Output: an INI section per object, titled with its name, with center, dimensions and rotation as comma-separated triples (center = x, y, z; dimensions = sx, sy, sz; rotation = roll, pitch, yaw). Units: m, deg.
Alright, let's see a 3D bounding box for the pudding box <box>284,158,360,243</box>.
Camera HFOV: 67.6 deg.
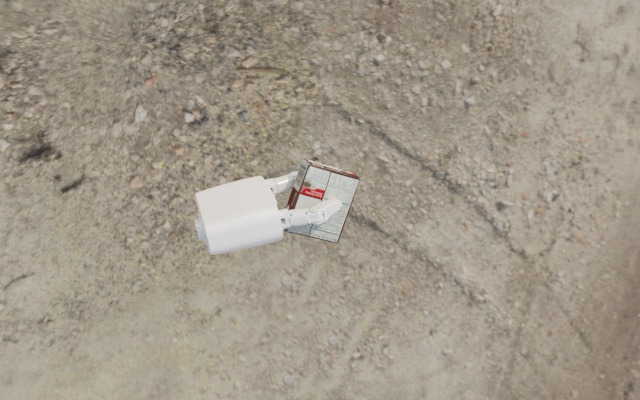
[pudding box]
center = 0.000, 0.002, 0.732
dimensions = 0.090, 0.113, 0.039
rotation = 15, 13, -22
